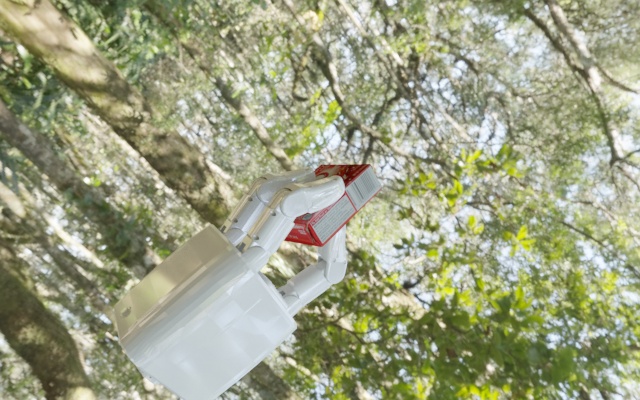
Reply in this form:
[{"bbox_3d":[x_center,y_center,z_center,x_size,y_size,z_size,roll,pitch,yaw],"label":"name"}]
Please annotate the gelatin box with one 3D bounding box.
[{"bbox_3d":[0.001,0.002,0.435,0.089,0.030,0.073,-42,26,-27],"label":"gelatin box"}]
